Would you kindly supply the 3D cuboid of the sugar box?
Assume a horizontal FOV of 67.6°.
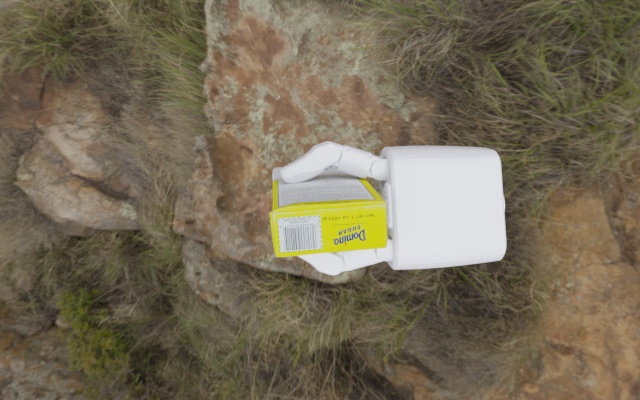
[{"bbox_3d":[0.000,0.002,0.458,0.093,0.048,0.176,-4,12,-4],"label":"sugar box"}]
